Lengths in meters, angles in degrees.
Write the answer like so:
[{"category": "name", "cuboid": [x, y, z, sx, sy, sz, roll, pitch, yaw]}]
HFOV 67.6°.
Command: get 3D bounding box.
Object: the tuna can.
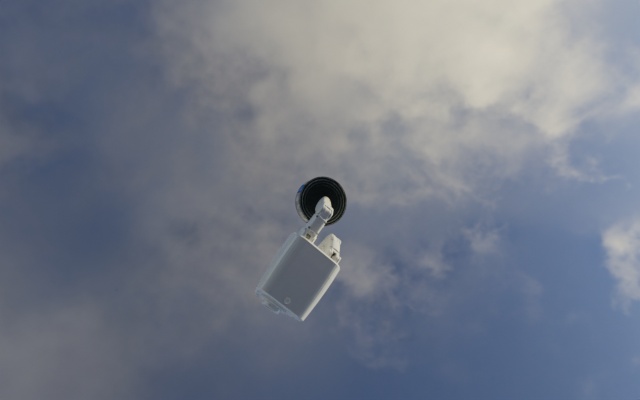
[{"category": "tuna can", "cuboid": [0.000, 0.003, 0.832, 0.086, 0.086, 0.034, 0, -5, -20]}]
